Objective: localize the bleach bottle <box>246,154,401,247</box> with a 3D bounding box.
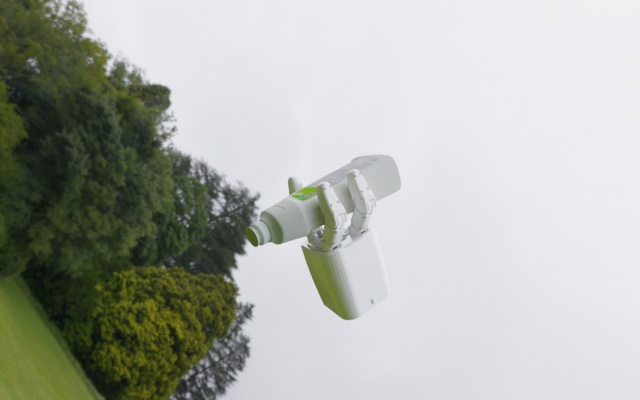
[{"bbox_3d":[0.000,0.002,0.691,0.250,0.068,0.102,-26,15,-34],"label":"bleach bottle"}]
